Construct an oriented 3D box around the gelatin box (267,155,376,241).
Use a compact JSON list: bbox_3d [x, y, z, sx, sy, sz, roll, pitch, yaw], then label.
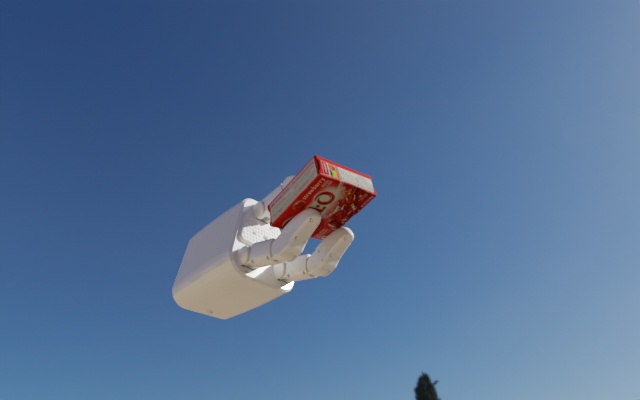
[{"bbox_3d":[0.000,0.001,0.485,0.073,0.030,0.089,19,-48,-34],"label":"gelatin box"}]
